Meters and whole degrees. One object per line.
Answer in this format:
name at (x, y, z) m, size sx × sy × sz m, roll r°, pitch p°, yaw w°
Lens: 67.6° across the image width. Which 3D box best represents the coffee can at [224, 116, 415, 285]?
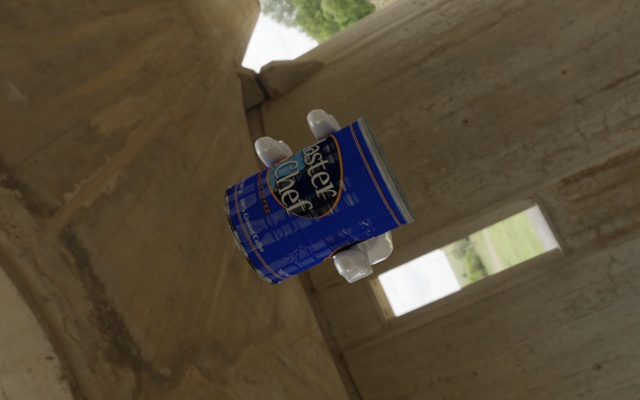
coffee can at (0.000, 0.001, 0.435) m, size 0.140 × 0.103 × 0.103 m, roll -26°, pitch -5°, yaw 11°
